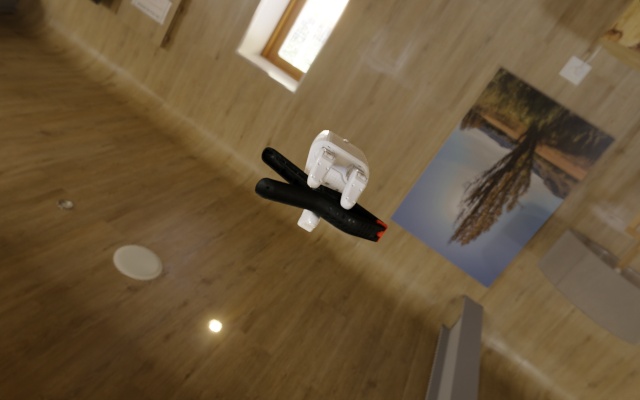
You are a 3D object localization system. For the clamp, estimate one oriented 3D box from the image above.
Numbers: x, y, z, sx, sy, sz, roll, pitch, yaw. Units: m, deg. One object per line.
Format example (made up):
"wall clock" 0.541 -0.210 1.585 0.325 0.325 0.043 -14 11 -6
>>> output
"clamp" 0.000 0.003 0.657 0.210 0.036 0.164 31 17 -7
